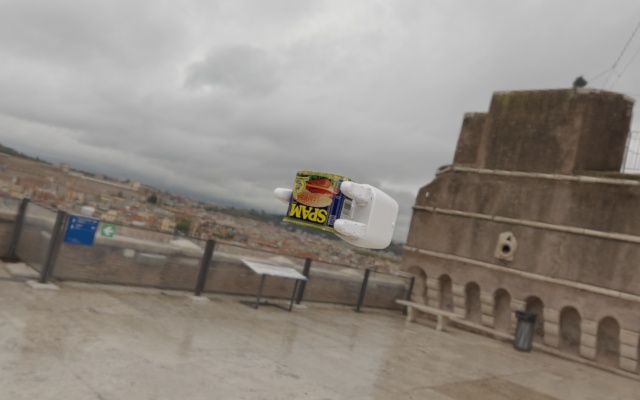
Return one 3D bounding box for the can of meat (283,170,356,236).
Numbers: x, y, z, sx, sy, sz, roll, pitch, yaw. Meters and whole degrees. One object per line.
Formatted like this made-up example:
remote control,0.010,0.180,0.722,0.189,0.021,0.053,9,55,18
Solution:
can of meat,0.000,0.002,0.732,0.102,0.084,0.057,11,-5,37
